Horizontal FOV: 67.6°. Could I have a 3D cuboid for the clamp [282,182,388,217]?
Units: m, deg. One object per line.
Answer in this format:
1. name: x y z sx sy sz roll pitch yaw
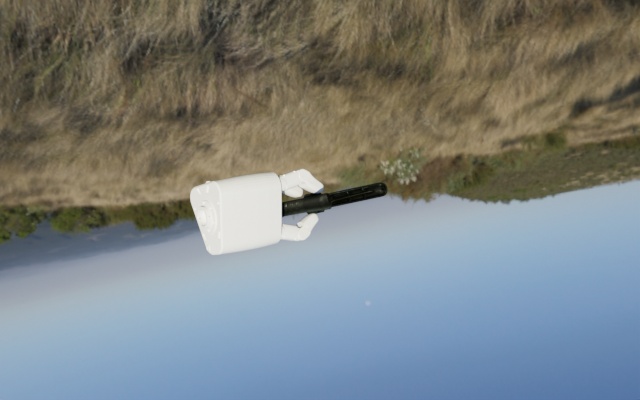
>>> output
1. clamp: 0.000 0.004 0.823 0.164 0.036 0.210 -11 -1 -42
